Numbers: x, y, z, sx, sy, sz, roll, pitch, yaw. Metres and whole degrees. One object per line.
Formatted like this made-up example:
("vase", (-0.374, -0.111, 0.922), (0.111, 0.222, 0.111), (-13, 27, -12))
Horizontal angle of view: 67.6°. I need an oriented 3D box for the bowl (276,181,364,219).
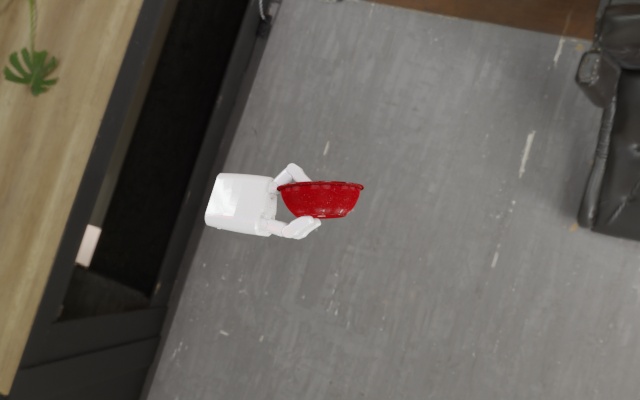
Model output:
("bowl", (0.001, 0.003, 0.872), (0.162, 0.055, 0.162), (-1, -7, 0))
